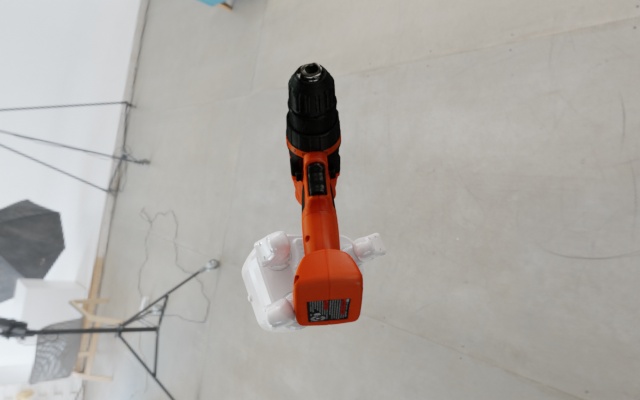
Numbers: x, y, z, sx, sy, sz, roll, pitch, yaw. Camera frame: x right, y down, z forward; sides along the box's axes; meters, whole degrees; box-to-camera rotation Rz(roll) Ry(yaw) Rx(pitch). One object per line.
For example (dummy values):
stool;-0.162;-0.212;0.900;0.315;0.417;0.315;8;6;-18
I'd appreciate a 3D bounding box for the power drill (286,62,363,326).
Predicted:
power drill;0.000;0.002;0.422;0.057;0.187;0.185;-4;-34;0
